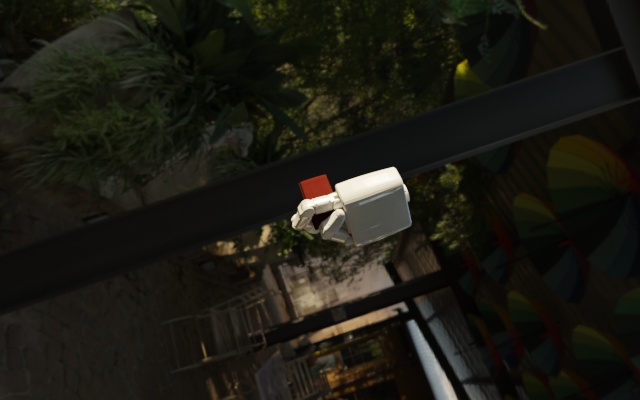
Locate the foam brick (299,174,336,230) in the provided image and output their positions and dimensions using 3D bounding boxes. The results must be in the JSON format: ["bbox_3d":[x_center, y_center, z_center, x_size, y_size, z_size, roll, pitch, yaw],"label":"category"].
[{"bbox_3d":[0.000,0.003,0.843,0.051,0.078,0.053,-20,-41,-1],"label":"foam brick"}]
